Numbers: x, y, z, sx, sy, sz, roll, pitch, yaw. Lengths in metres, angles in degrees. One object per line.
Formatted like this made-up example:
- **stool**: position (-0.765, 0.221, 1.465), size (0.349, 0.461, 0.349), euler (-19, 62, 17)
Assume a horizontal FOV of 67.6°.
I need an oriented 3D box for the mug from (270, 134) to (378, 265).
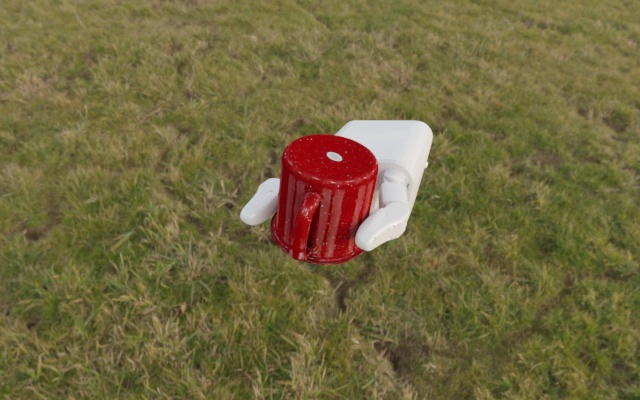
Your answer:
- **mug**: position (-0.001, 0.002, 0.407), size (0.093, 0.082, 0.117), euler (18, 37, 13)
